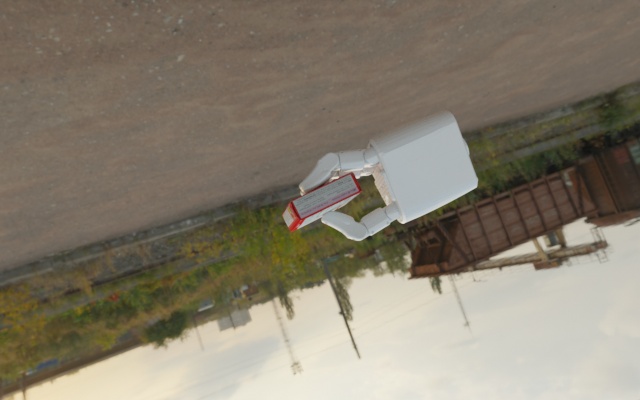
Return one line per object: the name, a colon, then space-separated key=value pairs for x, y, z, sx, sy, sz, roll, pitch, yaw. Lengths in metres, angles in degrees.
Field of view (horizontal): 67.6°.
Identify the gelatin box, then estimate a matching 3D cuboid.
gelatin box: x=0.000 y=0.003 z=0.597 sx=0.089 sy=0.030 sz=0.073 roll=-26 pitch=-6 yaw=-17
